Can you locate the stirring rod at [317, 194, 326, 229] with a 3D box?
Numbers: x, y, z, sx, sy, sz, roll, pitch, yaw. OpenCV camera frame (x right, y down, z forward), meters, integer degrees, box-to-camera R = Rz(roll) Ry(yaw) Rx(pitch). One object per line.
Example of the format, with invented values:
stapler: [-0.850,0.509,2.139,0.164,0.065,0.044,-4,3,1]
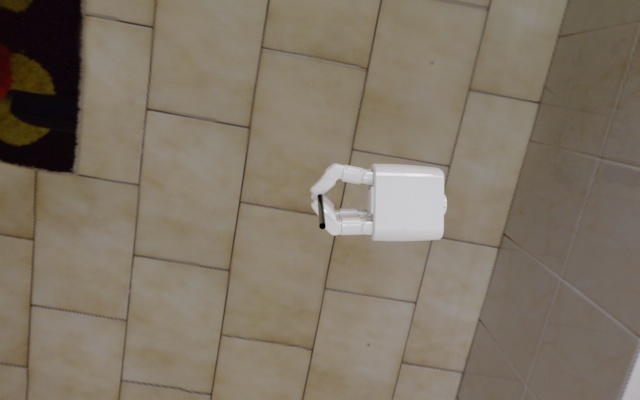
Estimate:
stirring rod: [0.000,0.002,0.688,0.011,0.011,0.239,0,14,-1]
